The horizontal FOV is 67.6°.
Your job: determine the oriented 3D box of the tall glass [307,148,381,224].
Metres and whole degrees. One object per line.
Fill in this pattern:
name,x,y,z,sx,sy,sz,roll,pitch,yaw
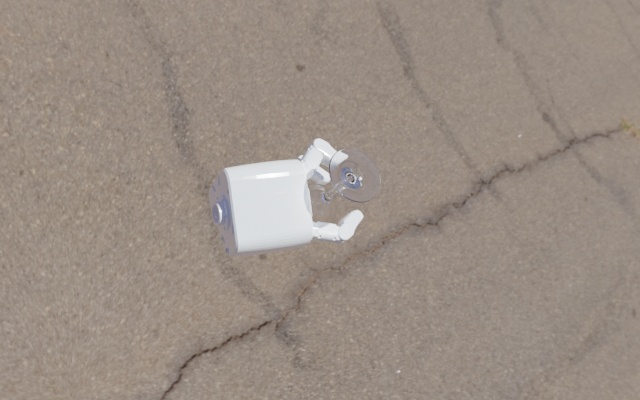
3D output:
tall glass,0.001,0.002,0.680,0.079,0.079,0.201,0,-20,-27
